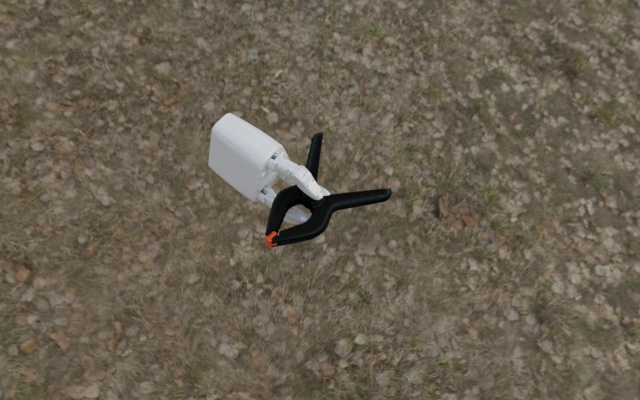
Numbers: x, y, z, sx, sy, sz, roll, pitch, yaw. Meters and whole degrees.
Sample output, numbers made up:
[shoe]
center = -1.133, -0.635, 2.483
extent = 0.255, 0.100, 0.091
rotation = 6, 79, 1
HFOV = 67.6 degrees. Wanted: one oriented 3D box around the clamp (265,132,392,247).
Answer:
[clamp]
center = 0.000, 0.002, 0.751
extent = 0.164, 0.210, 0.036
rotation = 35, -23, 13
